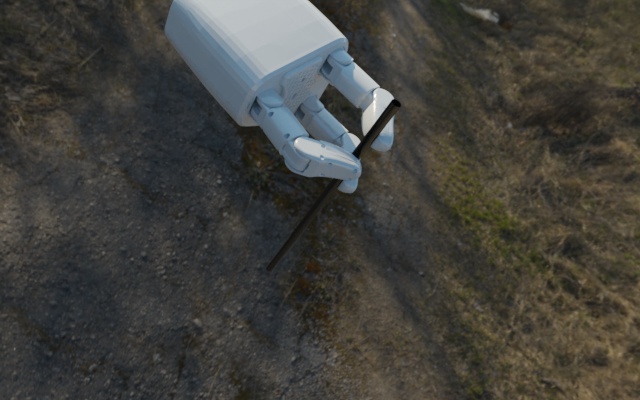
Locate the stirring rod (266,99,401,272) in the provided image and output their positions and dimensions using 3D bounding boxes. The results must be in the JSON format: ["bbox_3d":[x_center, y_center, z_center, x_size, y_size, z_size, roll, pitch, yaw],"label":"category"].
[{"bbox_3d":[0.000,0.001,0.418,0.011,0.011,0.240,0,-35,-33],"label":"stirring rod"}]
